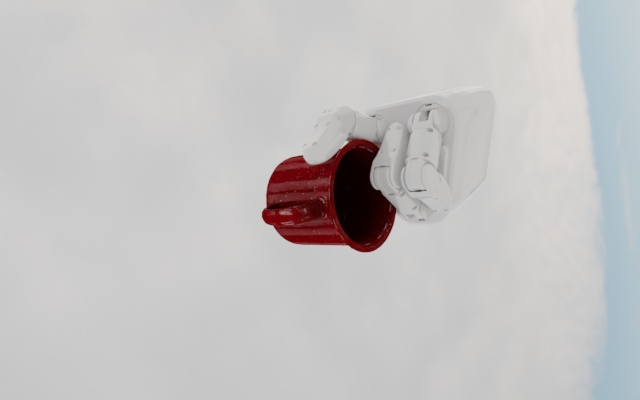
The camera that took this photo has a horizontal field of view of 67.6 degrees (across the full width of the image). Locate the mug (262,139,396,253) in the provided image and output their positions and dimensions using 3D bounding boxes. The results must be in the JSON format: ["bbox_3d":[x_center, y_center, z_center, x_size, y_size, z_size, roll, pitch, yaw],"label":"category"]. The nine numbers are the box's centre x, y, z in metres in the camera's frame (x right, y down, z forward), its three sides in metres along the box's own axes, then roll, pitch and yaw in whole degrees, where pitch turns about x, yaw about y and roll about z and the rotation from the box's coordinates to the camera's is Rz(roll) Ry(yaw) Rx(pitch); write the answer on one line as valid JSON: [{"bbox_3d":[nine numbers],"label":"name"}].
[{"bbox_3d":[-0.001,0.002,0.405,0.081,0.093,0.117,-4,13,41],"label":"mug"}]
